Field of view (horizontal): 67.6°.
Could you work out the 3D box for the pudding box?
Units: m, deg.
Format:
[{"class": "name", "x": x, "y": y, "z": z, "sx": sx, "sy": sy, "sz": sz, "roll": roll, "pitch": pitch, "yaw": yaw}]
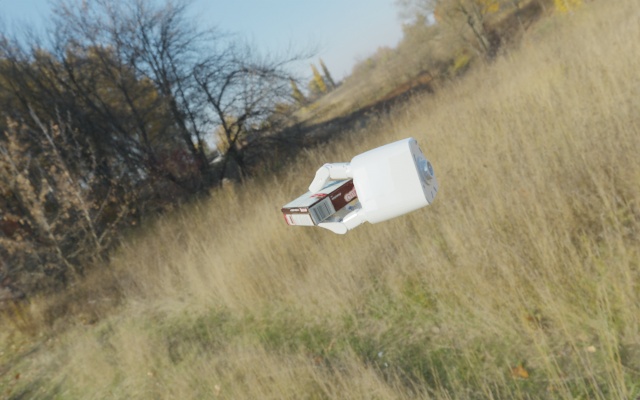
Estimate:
[{"class": "pudding box", "x": 0.000, "y": 0.003, "z": 0.837, "sx": 0.113, "sy": 0.039, "sz": 0.090, "roll": -31, "pitch": 15, "yaw": -32}]
